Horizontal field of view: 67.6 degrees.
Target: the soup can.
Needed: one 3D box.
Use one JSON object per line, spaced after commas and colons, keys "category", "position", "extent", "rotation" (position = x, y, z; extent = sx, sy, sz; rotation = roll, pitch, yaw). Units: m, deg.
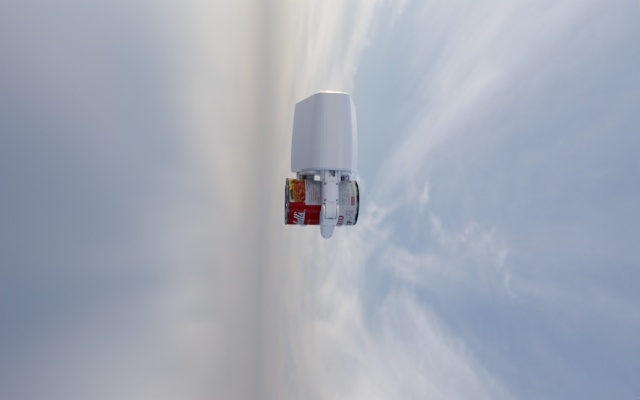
{"category": "soup can", "position": [0.000, 0.003, 0.689], "extent": [0.102, 0.068, 0.068], "rotation": [1, 0, -7]}
